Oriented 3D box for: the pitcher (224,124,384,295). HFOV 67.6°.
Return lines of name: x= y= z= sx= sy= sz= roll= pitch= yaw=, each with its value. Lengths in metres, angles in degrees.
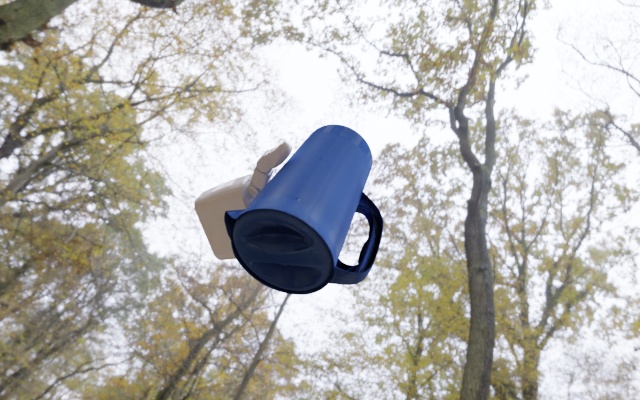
pitcher: x=0.000 y=0.002 z=0.641 sx=0.145 sy=0.149 sz=0.242 roll=-15 pitch=28 yaw=33
